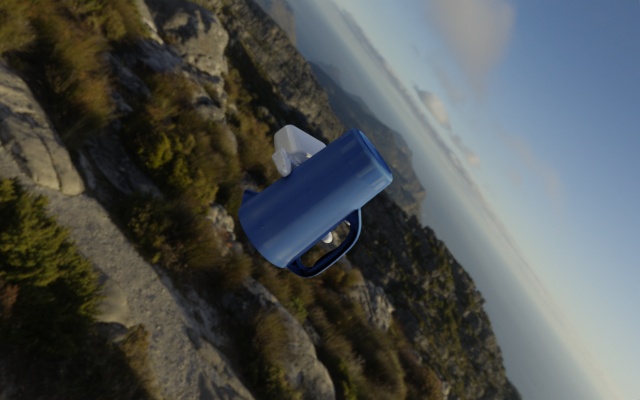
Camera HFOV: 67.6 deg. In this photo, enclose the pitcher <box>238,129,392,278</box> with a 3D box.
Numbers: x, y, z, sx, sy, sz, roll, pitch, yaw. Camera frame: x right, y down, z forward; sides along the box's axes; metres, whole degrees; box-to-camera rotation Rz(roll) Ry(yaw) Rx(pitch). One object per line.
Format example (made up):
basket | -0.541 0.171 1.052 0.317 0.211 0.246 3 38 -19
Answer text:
pitcher | 0.000 0.002 0.789 0.243 0.145 0.149 -37 -53 14
